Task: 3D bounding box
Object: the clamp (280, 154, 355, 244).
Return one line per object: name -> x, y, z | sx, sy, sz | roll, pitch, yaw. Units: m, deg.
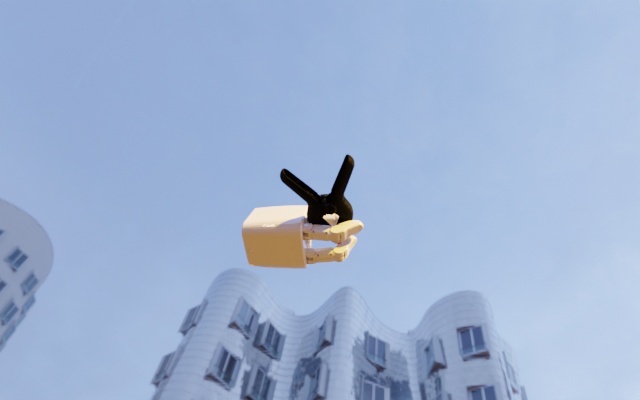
clamp -> 0.000, 0.002, 0.799 | 0.120, 0.172, 0.039 | -1, 34, 7
